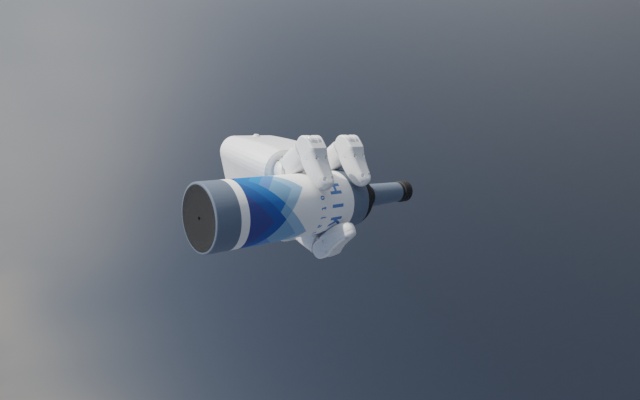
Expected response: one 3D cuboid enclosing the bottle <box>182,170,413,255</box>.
[{"bbox_3d":[0.000,0.002,0.523,0.295,0.069,0.069,-8,5,-41],"label":"bottle"}]
